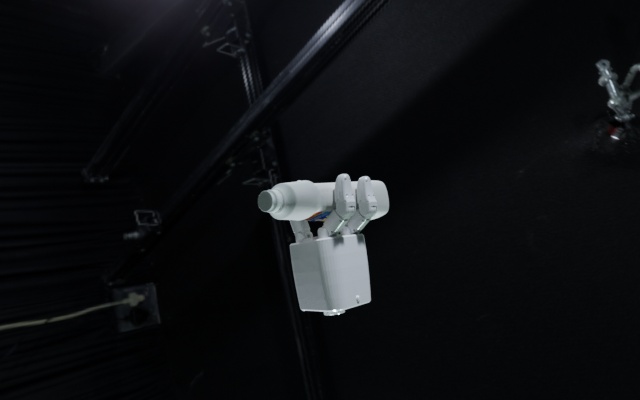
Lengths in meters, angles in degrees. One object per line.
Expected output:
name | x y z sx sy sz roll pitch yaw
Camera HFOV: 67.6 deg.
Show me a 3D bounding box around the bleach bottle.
bleach bottle | 0.000 0.002 0.734 0.102 0.068 0.251 -15 -10 39
